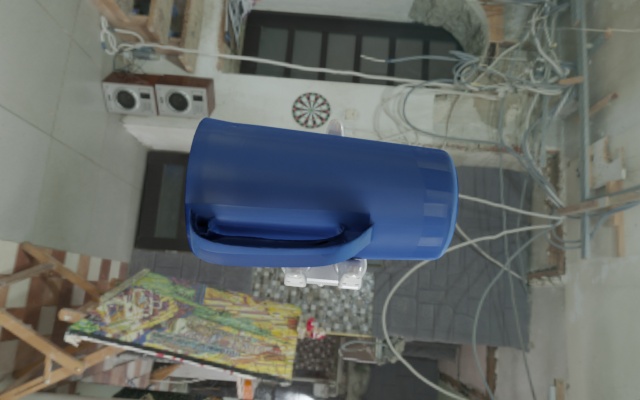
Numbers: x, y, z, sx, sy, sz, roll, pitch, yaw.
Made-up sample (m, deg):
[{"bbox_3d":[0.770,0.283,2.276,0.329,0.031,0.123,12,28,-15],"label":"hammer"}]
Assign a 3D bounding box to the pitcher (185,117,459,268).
[{"bbox_3d":[0.000,0.001,0.454,0.243,0.149,0.145,4,-16,0],"label":"pitcher"}]
